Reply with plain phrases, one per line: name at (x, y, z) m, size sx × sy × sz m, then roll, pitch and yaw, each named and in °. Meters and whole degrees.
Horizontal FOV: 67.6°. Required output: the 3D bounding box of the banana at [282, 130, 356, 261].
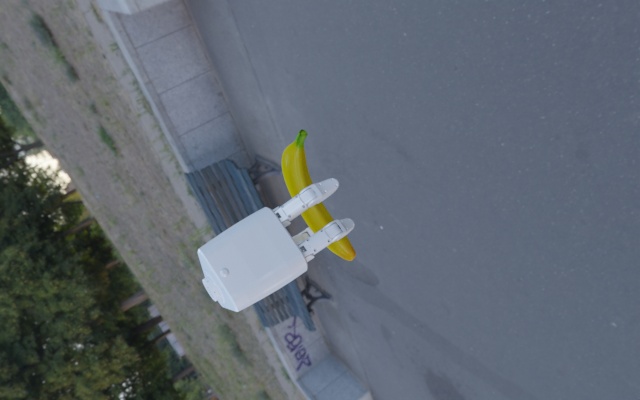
banana at (-0.011, 0.000, 0.685) m, size 0.037 × 0.198 × 0.069 m, roll -30°, pitch 12°, yaw -28°
